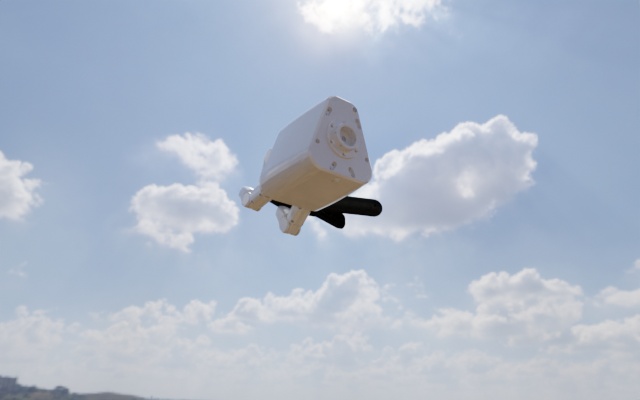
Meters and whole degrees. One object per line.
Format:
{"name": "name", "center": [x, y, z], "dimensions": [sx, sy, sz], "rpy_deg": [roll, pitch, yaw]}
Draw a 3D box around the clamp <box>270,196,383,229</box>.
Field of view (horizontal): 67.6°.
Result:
{"name": "clamp", "center": [0.000, 0.002, 0.685], "dimensions": [0.171, 0.039, 0.120], "rpy_deg": [18, -26, -32]}
